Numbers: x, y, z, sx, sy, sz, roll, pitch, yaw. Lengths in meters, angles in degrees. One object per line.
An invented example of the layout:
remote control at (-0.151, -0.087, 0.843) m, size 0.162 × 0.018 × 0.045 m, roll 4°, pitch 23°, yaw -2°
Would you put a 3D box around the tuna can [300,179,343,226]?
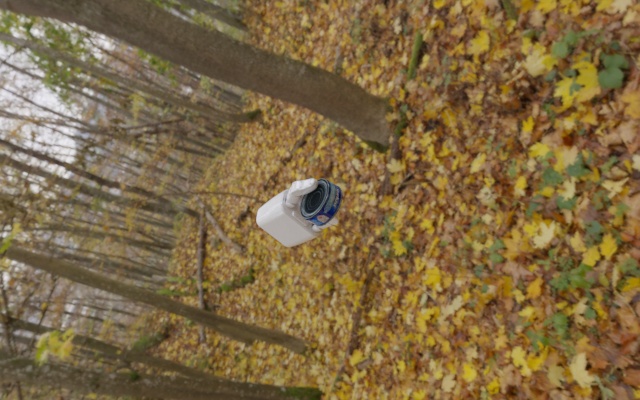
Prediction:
tuna can at (0.000, 0.003, 0.893) m, size 0.034 × 0.086 × 0.086 m, roll 29°, pitch -16°, yaw -30°
